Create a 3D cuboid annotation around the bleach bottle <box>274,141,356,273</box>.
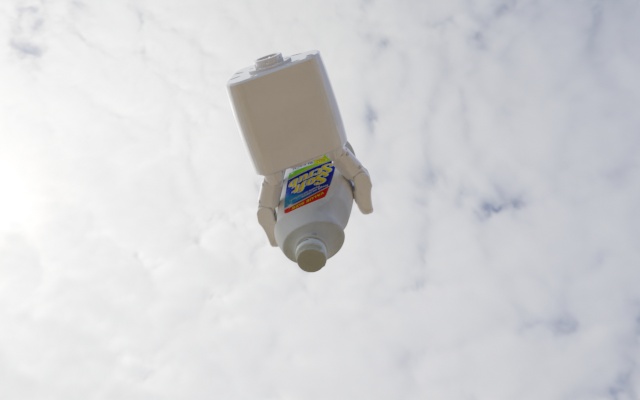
[{"bbox_3d":[0.000,0.002,0.575,0.102,0.068,0.250,-15,25,7],"label":"bleach bottle"}]
